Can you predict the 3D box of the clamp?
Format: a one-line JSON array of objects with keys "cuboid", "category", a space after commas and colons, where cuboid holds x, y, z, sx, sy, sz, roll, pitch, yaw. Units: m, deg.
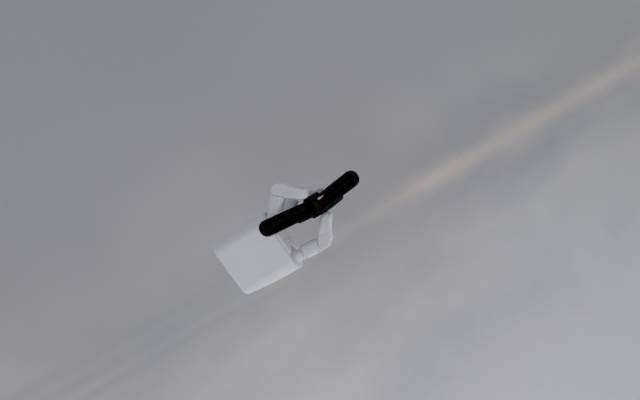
[{"cuboid": [0.000, 0.003, 0.775, 0.164, 0.036, 0.210, -30, -4, 11], "category": "clamp"}]
